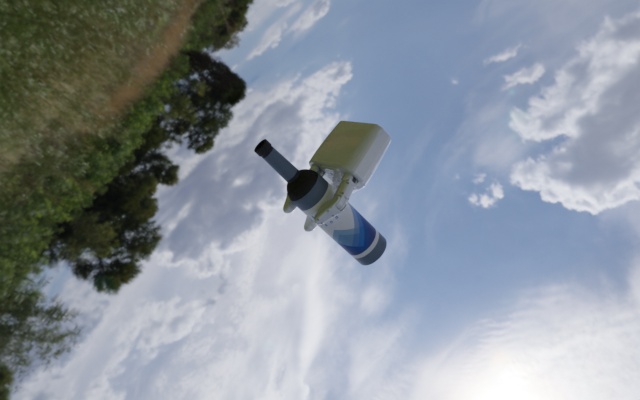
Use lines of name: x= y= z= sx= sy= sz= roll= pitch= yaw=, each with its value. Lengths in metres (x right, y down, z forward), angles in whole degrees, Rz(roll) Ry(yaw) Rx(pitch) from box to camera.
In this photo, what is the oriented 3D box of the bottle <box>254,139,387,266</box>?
bottle: x=0.000 y=0.003 z=0.824 sx=0.296 sy=0.069 sz=0.069 roll=43 pitch=-22 yaw=-26
